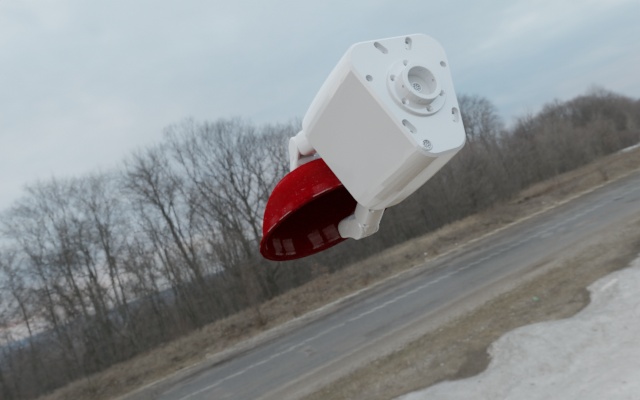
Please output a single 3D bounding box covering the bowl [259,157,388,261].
[{"bbox_3d":[-0.001,0.002,0.514,0.162,0.055,0.162,-24,-23,-11],"label":"bowl"}]
